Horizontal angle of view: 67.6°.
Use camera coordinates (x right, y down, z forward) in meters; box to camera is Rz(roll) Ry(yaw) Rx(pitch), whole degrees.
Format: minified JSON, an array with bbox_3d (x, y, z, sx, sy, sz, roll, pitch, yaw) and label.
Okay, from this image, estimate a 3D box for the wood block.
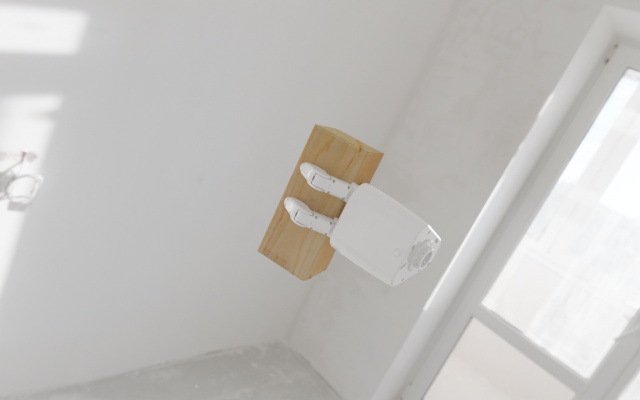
[{"bbox_3d":[0.001,0.002,0.709,0.090,0.206,0.091,30,15,18],"label":"wood block"}]
